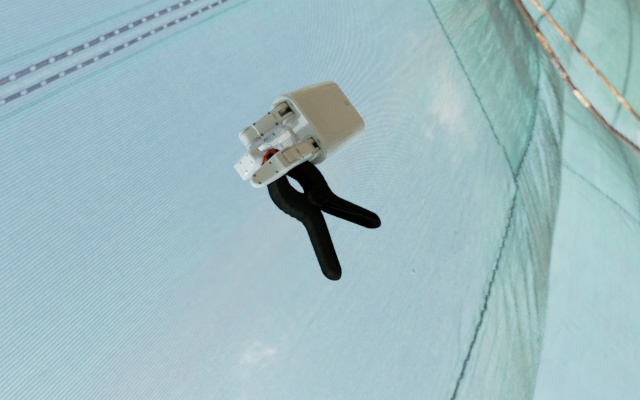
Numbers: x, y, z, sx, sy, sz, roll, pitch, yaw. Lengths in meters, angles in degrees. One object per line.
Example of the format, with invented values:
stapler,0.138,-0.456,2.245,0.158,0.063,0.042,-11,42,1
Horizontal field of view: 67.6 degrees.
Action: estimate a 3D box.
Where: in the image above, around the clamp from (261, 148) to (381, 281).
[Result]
clamp,0.000,0.002,0.584,0.039,0.171,0.120,-38,-3,42
